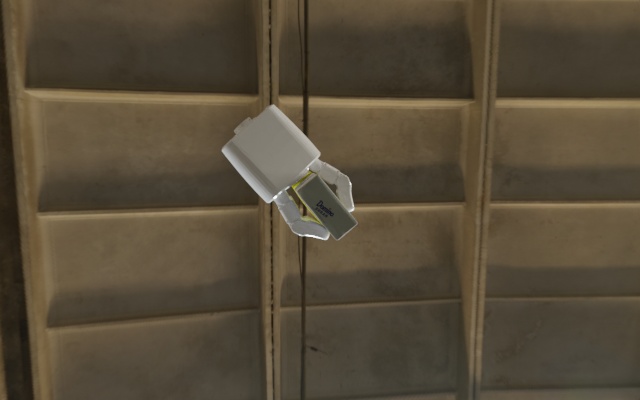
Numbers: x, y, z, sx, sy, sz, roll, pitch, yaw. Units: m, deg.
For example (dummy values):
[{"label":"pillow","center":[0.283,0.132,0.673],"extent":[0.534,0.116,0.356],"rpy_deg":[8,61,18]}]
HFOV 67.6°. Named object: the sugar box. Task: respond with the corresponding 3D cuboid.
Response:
[{"label":"sugar box","center":[0.000,0.003,0.749],"extent":[0.048,0.093,0.176],"rpy_deg":[-40,8,1]}]
